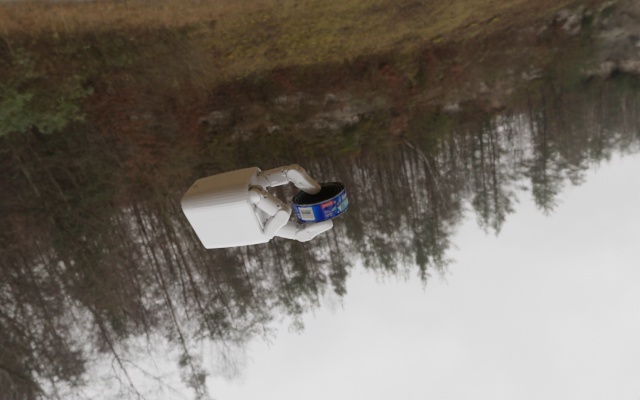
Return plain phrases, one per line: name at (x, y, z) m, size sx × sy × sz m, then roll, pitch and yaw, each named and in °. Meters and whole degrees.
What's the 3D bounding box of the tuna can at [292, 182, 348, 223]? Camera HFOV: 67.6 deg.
tuna can at (0.000, 0.003, 0.751) m, size 0.086 × 0.034 × 0.086 m, roll -14°, pitch 20°, yaw 5°
